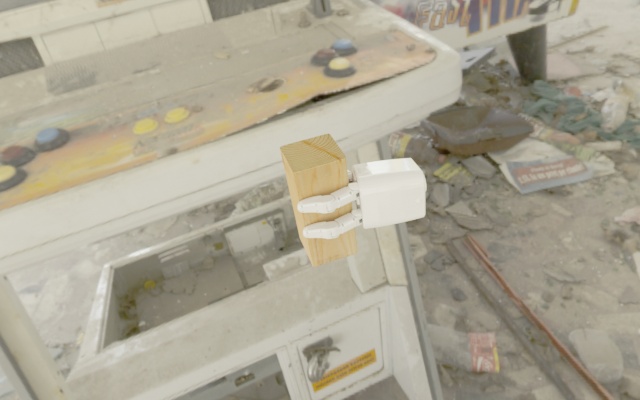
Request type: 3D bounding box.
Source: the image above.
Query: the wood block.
[{"bbox_3d":[0.000,0.002,0.829,0.090,0.206,0.090,-17,37,-9],"label":"wood block"}]
